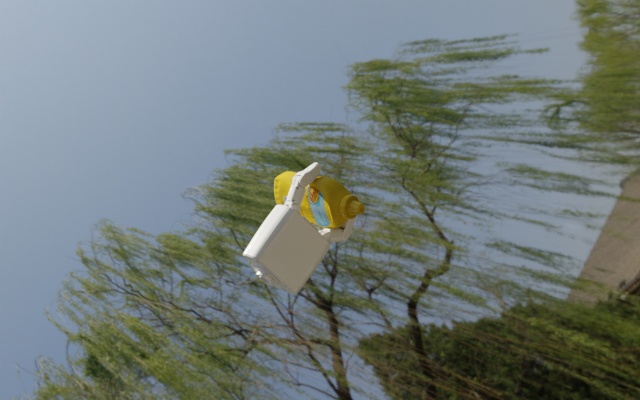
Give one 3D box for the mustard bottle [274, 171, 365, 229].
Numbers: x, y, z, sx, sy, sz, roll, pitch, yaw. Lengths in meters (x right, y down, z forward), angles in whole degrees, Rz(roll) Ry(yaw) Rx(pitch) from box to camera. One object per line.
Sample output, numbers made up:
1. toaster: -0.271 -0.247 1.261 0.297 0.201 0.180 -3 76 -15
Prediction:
1. mustard bottle: 0.000 0.003 0.855 0.191 0.096 0.058 10 32 44
